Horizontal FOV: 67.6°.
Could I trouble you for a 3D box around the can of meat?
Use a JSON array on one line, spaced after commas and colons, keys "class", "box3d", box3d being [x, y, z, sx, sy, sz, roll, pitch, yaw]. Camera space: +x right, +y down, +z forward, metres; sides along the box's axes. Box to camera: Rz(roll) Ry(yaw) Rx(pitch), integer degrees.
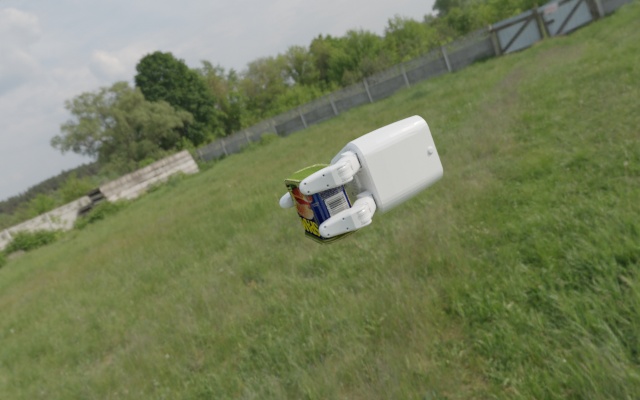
[{"class": "can of meat", "box3d": [0.000, 0.002, 0.604, 0.057, 0.084, 0.102, -26, 13, -16]}]
